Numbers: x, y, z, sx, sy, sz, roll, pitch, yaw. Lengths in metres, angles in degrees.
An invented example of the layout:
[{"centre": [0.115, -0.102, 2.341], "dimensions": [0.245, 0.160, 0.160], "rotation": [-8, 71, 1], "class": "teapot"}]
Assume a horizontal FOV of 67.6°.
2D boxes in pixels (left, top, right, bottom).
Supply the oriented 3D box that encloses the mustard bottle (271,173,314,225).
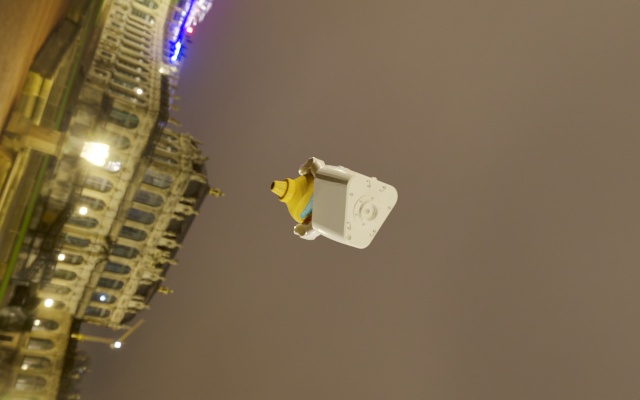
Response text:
[{"centre": [0.000, 0.003, 0.846], "dimensions": [0.192, 0.096, 0.058], "rotation": [19, 25, -28], "class": "mustard bottle"}]
